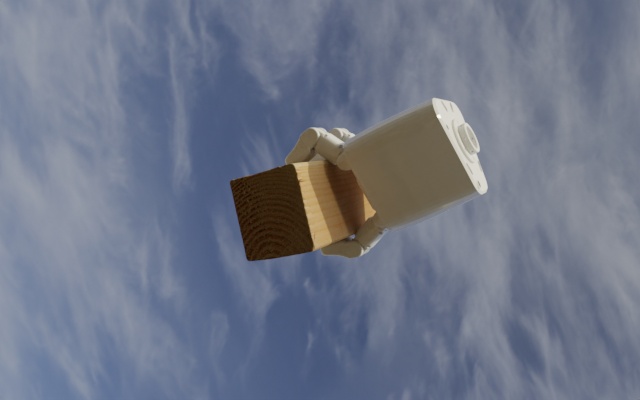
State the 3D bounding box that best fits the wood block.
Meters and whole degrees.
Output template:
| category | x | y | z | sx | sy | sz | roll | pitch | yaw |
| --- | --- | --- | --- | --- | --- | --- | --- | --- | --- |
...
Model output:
| category | x | y | z | sx | sy | sz | roll | pitch | yaw |
| --- | --- | --- | --- | --- | --- | --- | --- | --- | --- |
| wood block | 0.001 | 0.002 | 0.571 | 0.090 | 0.091 | 0.206 | -13 | 0 | 32 |
